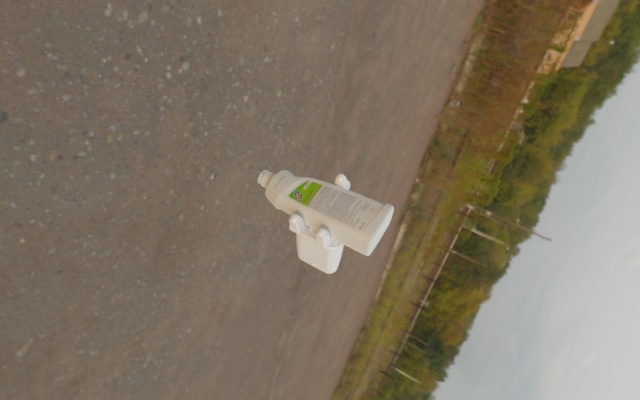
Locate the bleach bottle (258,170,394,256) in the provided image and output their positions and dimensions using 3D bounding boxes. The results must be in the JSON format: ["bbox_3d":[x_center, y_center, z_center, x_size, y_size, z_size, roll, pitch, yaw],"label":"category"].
[{"bbox_3d":[0.000,0.003,0.879,0.251,0.102,0.068,27,-35,16],"label":"bleach bottle"}]
